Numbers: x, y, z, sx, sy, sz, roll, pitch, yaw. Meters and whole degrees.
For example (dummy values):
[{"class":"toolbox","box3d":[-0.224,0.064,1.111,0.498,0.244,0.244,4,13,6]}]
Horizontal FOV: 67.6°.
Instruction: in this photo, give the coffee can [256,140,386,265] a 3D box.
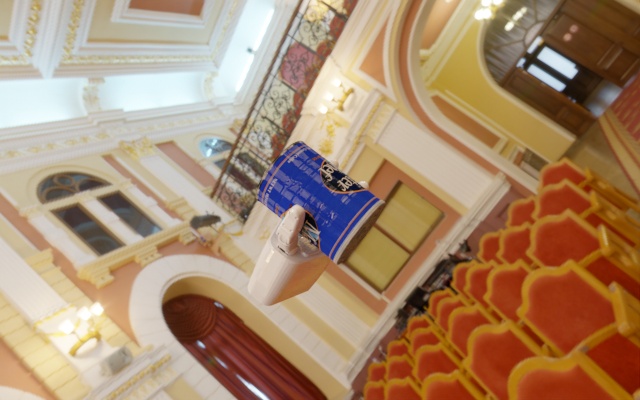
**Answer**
[{"class":"coffee can","box3d":[0.000,0.002,0.635,0.140,0.103,0.103,38,9,12]}]
